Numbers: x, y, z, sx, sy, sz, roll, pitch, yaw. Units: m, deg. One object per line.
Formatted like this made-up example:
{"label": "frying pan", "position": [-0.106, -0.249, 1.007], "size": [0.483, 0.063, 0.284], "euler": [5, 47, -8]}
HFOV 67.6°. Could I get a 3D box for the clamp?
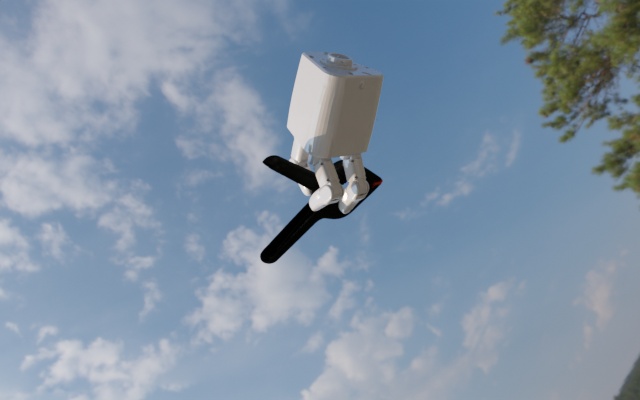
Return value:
{"label": "clamp", "position": [0.000, 0.002, 0.677], "size": [0.210, 0.165, 0.036], "euler": [-12, 37, -37]}
